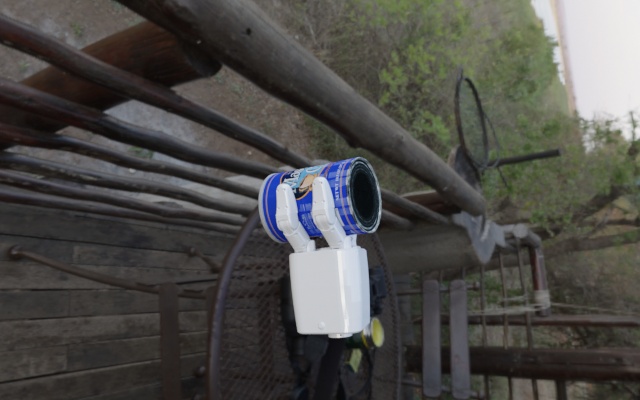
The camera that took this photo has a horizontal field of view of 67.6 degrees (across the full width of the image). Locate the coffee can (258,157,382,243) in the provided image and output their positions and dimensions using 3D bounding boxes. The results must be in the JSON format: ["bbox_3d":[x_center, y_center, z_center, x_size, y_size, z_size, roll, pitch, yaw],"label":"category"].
[{"bbox_3d":[0.000,0.002,0.664,0.140,0.103,0.103,-9,-4,29],"label":"coffee can"}]
